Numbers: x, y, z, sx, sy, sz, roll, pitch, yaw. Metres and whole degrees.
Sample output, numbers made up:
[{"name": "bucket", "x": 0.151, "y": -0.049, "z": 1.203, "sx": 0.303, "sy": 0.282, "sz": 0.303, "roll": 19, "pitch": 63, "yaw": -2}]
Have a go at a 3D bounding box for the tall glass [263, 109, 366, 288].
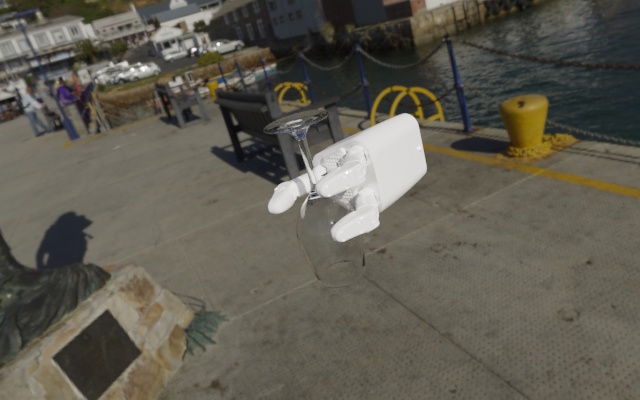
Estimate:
[{"name": "tall glass", "x": 0.000, "y": 0.001, "z": 0.554, "sx": 0.079, "sy": 0.201, "sz": 0.079, "roll": -14, "pitch": 21, "yaw": 6}]
